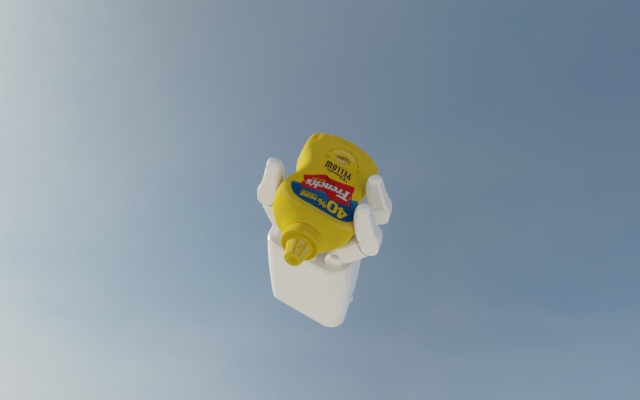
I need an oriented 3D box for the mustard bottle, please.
[{"bbox_3d":[0.000,0.001,0.531,0.096,0.058,0.191,31,41,-4],"label":"mustard bottle"}]
